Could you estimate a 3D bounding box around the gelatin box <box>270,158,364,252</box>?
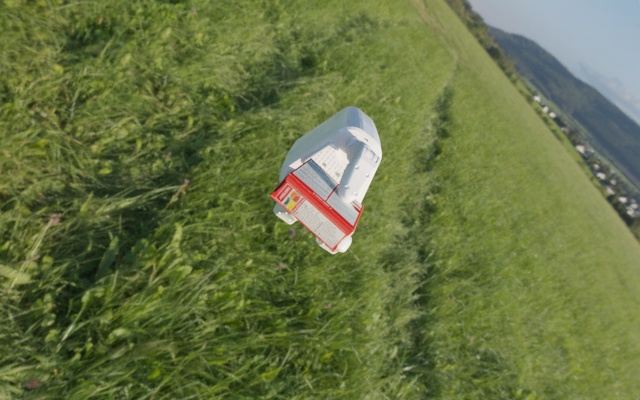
[{"bbox_3d":[0.000,0.001,0.437,0.073,0.030,0.089,42,17,-1],"label":"gelatin box"}]
